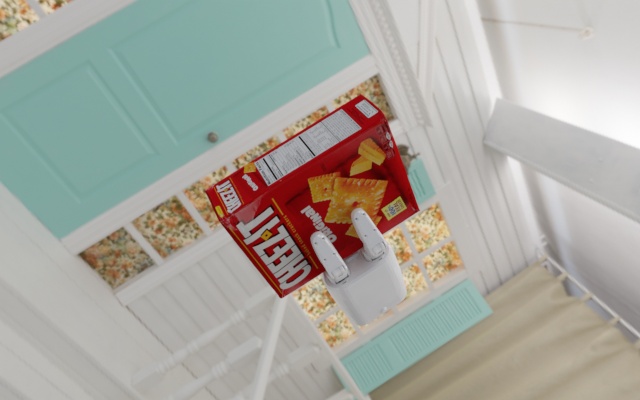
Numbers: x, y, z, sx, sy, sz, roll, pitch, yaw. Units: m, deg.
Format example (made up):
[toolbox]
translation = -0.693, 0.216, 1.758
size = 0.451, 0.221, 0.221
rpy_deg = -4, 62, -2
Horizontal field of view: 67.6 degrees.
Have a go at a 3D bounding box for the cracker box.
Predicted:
[cracker box]
translation = 0.000, 0.002, 0.573
size = 0.213, 0.164, 0.072
rpy_deg = -33, 43, -4
